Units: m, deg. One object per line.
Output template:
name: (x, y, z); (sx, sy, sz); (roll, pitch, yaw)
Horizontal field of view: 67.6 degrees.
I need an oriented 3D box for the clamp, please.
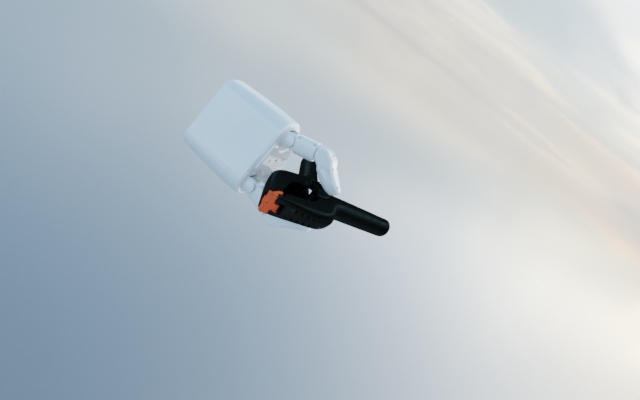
clamp: (0.000, 0.001, 0.600); (0.164, 0.036, 0.210); (39, 20, 14)
